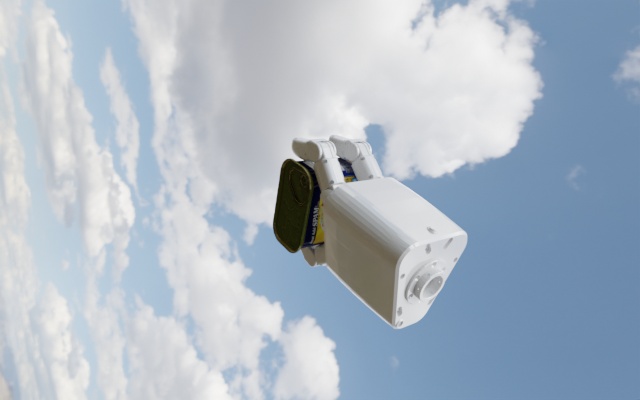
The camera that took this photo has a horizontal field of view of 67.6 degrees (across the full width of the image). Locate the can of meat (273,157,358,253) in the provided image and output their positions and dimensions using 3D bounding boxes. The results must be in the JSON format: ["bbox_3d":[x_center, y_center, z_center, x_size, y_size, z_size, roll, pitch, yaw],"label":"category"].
[{"bbox_3d":[0.000,0.002,0.540,0.084,0.102,0.057,-8,31,-36],"label":"can of meat"}]
